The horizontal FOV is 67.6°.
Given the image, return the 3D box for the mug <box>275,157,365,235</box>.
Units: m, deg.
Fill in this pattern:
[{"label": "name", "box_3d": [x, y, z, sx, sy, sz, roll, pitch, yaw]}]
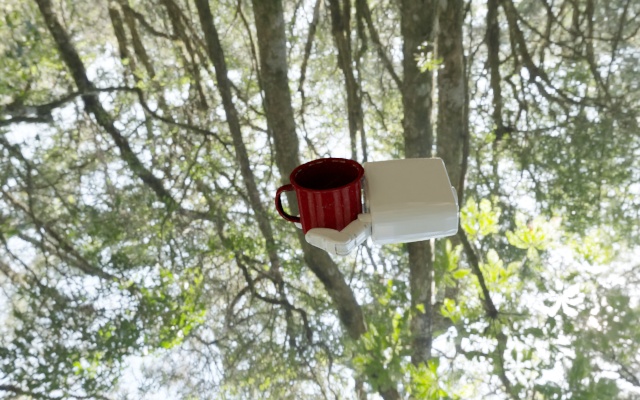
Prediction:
[{"label": "mug", "box_3d": [-0.001, 0.002, 0.609, 0.117, 0.081, 0.093, -6, 30, 2]}]
